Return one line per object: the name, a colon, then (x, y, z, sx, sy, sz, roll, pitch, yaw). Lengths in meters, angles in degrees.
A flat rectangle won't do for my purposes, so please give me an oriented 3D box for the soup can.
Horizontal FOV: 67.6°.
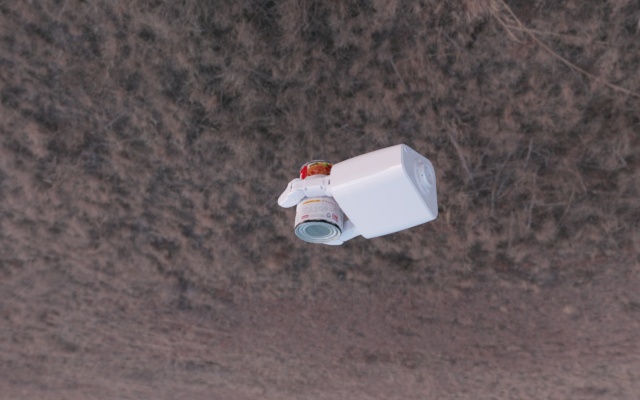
soup can: (0.000, 0.003, 0.690, 0.068, 0.102, 0.068, 3, -31, 2)
